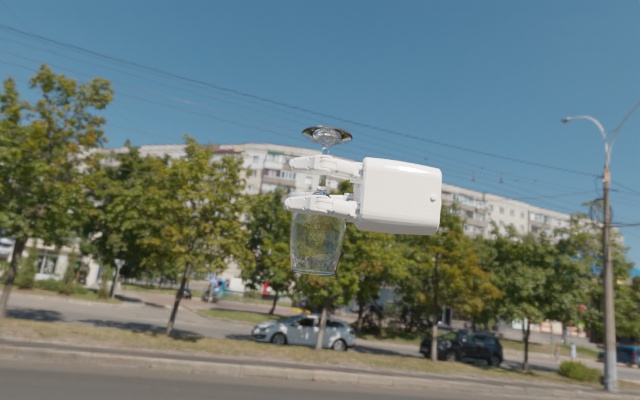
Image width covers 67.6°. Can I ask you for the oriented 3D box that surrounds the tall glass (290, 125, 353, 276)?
[{"bbox_3d":[0.000,0.002,0.670,0.079,0.201,0.079,6,-13,1],"label":"tall glass"}]
